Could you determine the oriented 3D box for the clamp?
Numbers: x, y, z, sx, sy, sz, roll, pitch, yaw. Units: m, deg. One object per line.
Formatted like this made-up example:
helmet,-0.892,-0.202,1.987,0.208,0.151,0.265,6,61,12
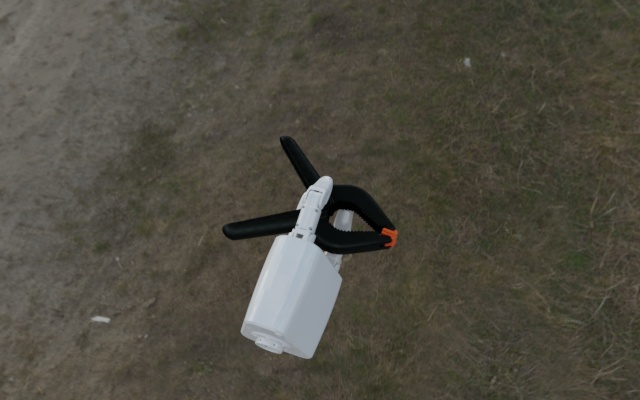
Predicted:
clamp,0.000,0.002,0.609,0.210,0.164,0.036,15,-25,12
